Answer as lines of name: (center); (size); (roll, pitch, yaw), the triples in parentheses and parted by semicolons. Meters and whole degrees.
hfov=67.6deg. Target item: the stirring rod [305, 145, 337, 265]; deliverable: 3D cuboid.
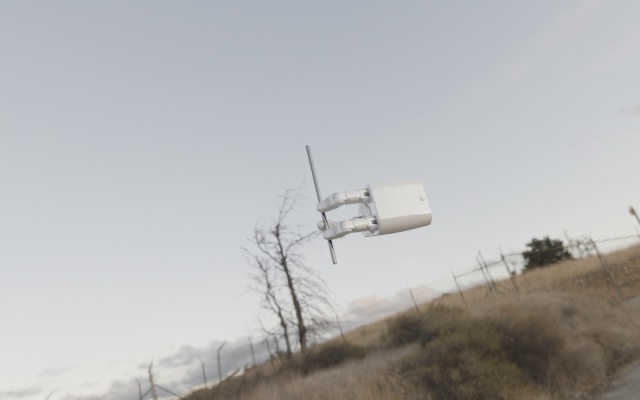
stirring rod: (0.000, 0.003, 0.887); (0.011, 0.239, 0.011); (-12, -21, -4)
